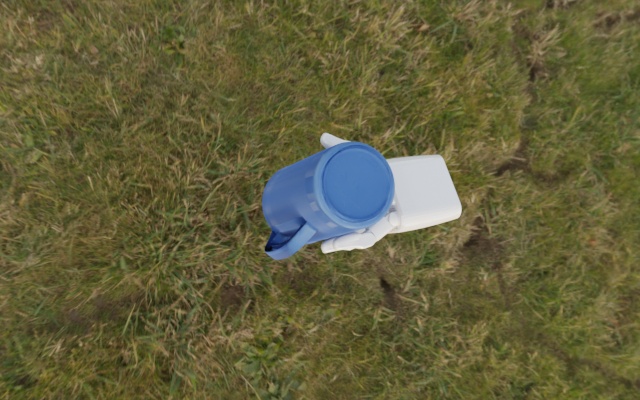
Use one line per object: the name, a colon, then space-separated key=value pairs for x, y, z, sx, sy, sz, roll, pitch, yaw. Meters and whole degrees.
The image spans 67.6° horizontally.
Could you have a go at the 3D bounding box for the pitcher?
pitcher: x=0.000 y=0.002 z=0.679 sx=0.145 sy=0.149 sz=0.243 roll=-6 pitch=-4 yaw=-19
